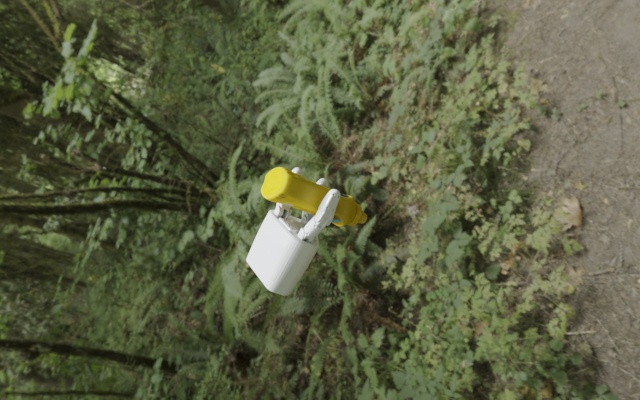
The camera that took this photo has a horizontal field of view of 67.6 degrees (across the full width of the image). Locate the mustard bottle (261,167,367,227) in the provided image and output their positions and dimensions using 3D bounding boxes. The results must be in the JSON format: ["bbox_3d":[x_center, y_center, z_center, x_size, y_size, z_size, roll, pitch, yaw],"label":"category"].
[{"bbox_3d":[0.000,0.002,0.819,0.192,0.058,0.096,22,-10,-27],"label":"mustard bottle"}]
